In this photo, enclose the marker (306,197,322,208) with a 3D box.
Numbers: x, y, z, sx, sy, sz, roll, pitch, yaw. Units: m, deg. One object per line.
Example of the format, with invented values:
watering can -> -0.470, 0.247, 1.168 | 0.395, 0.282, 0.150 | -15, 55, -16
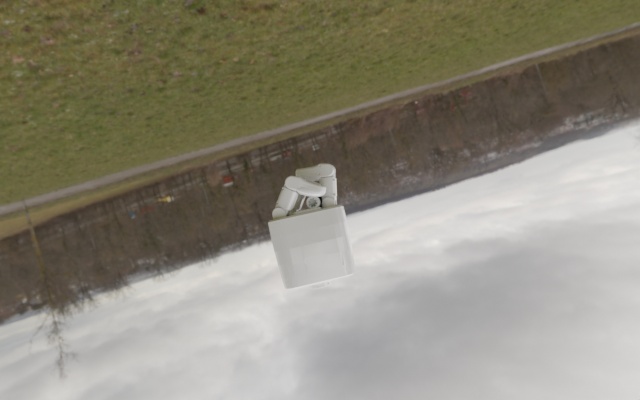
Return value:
marker -> 0.000, 0.002, 0.755 | 0.020, 0.020, 0.121 | 0, 1, 11
